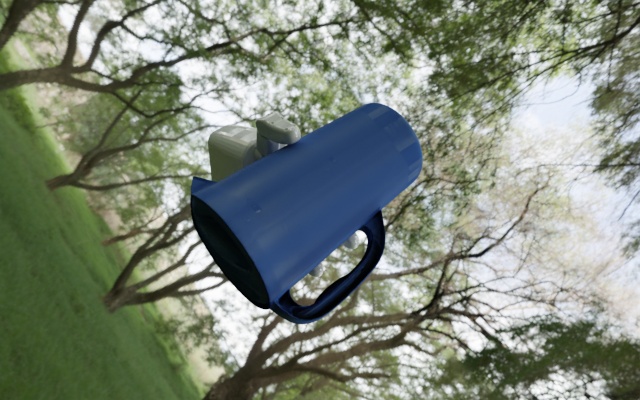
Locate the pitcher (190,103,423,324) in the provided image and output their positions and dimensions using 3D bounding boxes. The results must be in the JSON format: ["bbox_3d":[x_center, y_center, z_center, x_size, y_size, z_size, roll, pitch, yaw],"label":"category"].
[{"bbox_3d":[0.000,0.002,0.508,0.242,0.149,0.145,-35,34,-25],"label":"pitcher"}]
